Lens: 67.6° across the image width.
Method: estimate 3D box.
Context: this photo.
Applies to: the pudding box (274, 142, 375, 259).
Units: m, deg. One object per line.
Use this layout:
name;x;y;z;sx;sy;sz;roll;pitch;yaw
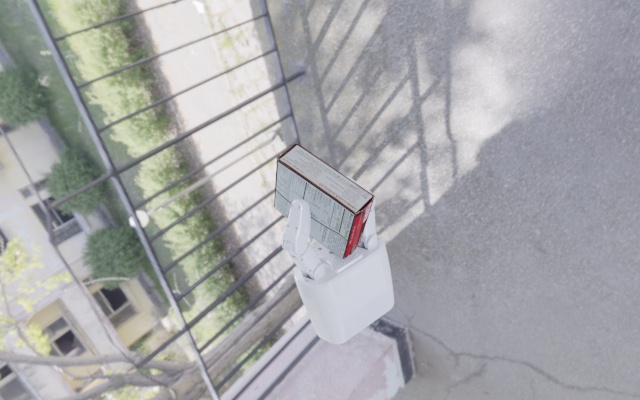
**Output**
pudding box;0.000;0.002;0.536;0.113;0.090;0.039;34;54;18
